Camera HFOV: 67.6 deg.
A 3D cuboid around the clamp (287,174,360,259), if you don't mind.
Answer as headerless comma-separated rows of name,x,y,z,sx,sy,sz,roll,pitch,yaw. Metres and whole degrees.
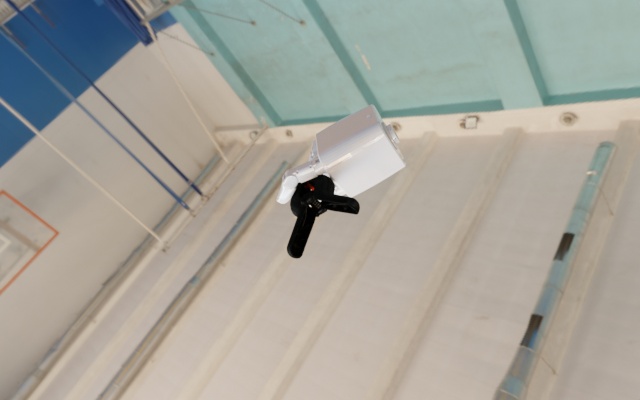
clamp,0.000,0.003,0.708,0.120,0.039,0.171,-28,33,15
